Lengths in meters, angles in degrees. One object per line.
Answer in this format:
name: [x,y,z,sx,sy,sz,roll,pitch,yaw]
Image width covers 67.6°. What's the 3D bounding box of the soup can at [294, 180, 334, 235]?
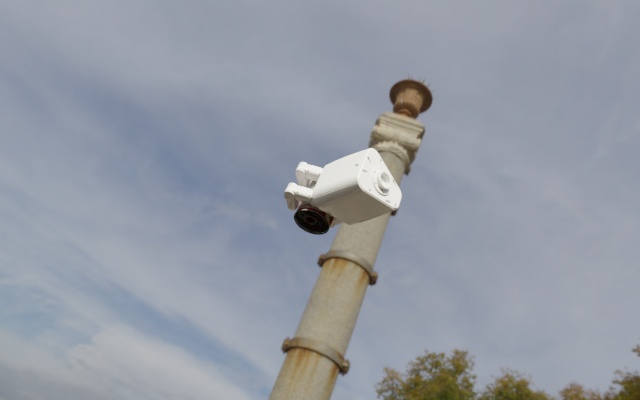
soup can: [0.000,0.003,0.883,0.068,0.102,0.069,15,-38,12]
